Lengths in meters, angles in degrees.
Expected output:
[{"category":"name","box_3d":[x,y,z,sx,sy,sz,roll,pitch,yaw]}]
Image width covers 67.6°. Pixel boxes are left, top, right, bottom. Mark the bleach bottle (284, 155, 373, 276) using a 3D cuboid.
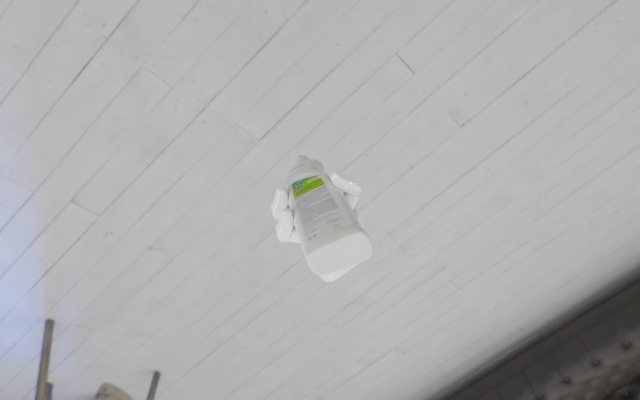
[{"category":"bleach bottle","box_3d":[0.000,0.003,0.787,0.102,0.068,0.250,-22,42,3]}]
